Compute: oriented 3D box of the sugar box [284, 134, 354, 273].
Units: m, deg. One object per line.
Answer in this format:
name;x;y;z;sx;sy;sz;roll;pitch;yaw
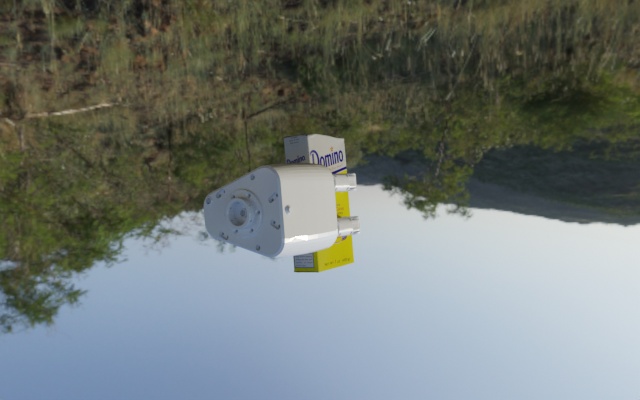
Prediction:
sugar box;0.000;0.002;0.639;0.048;0.176;0.093;-2;1;34
